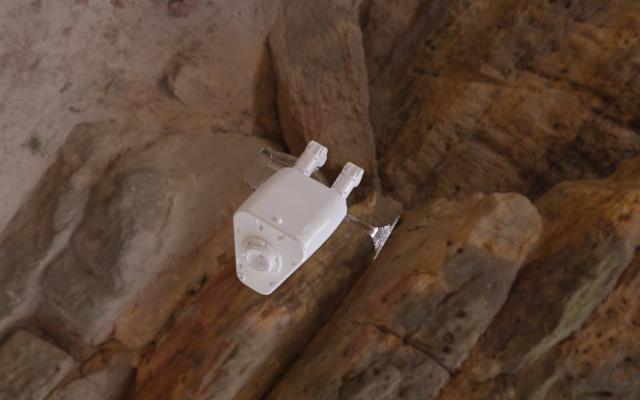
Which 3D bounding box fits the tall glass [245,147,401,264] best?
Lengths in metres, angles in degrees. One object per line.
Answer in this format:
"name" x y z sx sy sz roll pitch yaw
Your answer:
"tall glass" 0.001 0.002 0.635 0.201 0.079 0.079 30 5 10
